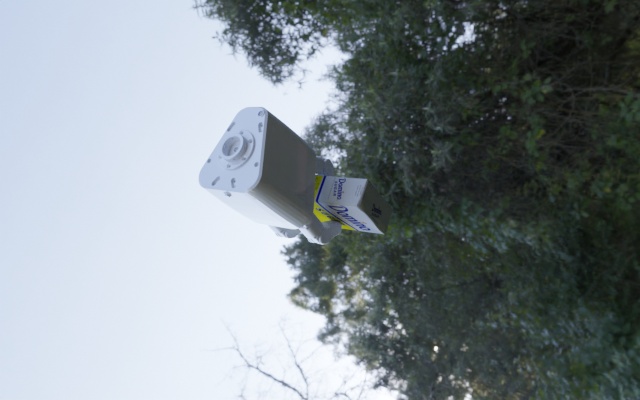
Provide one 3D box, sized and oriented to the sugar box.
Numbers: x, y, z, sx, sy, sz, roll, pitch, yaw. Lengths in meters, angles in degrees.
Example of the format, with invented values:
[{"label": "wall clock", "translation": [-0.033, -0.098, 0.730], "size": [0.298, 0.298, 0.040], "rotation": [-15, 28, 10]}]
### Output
[{"label": "sugar box", "translation": [0.000, 0.003, 0.658], "size": [0.176, 0.048, 0.093], "rotation": [9, -21, 34]}]
